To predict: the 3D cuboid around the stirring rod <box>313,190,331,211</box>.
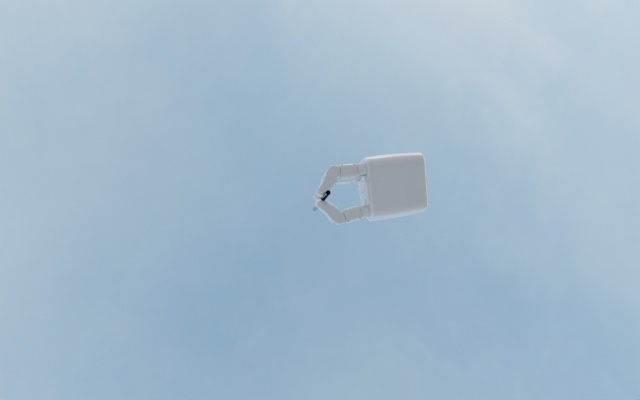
[{"bbox_3d":[0.000,0.003,0.889,0.011,0.011,0.239,0,-7,-6],"label":"stirring rod"}]
